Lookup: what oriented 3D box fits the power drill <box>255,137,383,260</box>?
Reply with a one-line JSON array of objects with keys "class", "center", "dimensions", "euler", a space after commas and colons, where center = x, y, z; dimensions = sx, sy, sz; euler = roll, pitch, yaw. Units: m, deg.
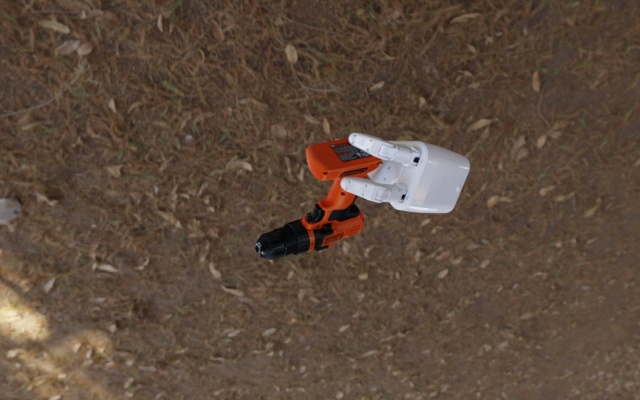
[{"class": "power drill", "center": [0.000, 0.002, 0.683], "dimensions": [0.184, 0.057, 0.188], "euler": [-17, -35, -31]}]
